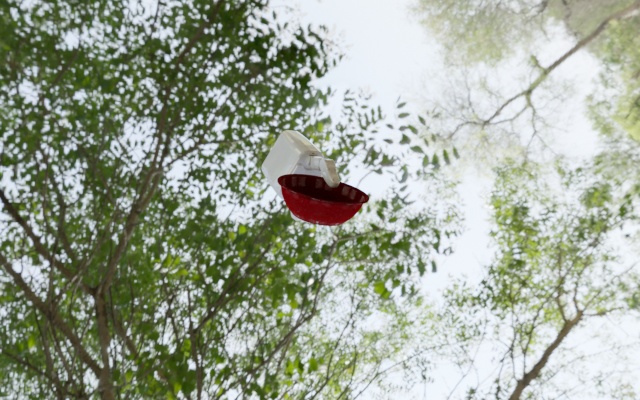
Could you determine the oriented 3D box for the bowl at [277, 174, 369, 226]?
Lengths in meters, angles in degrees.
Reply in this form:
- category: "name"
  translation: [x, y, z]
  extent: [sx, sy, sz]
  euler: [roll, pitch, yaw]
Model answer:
- category: "bowl"
  translation: [0.000, 0.004, 0.824]
  extent: [0.162, 0.055, 0.162]
  euler: [11, 15, -3]
